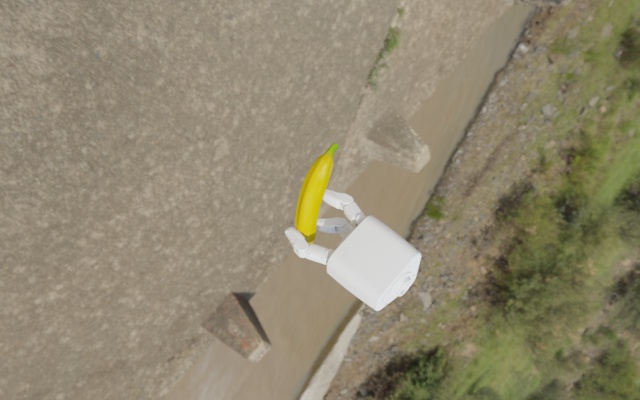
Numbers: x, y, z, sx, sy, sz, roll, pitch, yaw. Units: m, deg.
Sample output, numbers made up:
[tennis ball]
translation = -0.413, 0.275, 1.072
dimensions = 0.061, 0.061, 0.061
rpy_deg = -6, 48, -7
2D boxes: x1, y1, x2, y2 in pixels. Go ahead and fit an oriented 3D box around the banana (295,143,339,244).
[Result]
[banana]
translation = -0.011, 0.004, 0.789
dimensions = 0.037, 0.198, 0.069
rpy_deg = 34, 32, 27
